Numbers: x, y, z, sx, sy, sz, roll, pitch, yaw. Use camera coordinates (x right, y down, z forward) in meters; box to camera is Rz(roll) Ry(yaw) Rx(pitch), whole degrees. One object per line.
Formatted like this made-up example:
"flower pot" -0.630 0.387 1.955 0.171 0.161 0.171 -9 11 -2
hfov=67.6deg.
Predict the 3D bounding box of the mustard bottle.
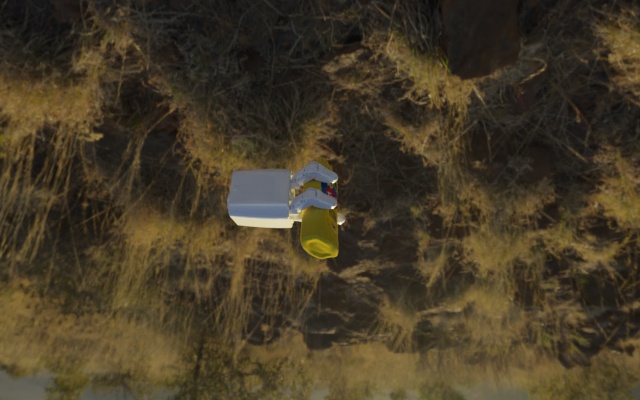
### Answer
"mustard bottle" 0.000 0.003 0.875 0.058 0.191 0.096 -12 -33 21
